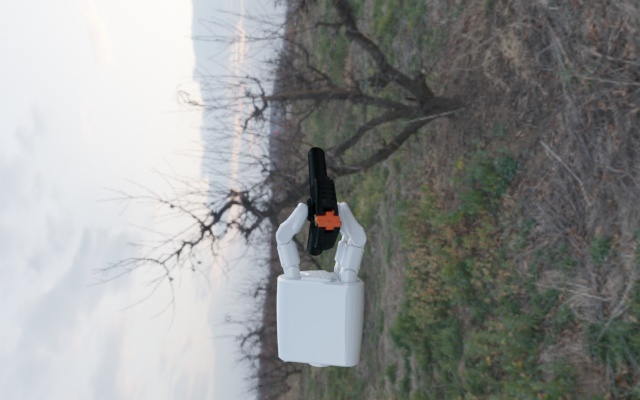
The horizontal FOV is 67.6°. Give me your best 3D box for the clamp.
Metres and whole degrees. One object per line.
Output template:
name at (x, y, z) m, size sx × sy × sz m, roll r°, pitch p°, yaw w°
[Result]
clamp at (-0.001, 0.002, 0.639) m, size 0.036 × 0.164 × 0.210 m, roll -1°, pitch 0°, yaw -5°
